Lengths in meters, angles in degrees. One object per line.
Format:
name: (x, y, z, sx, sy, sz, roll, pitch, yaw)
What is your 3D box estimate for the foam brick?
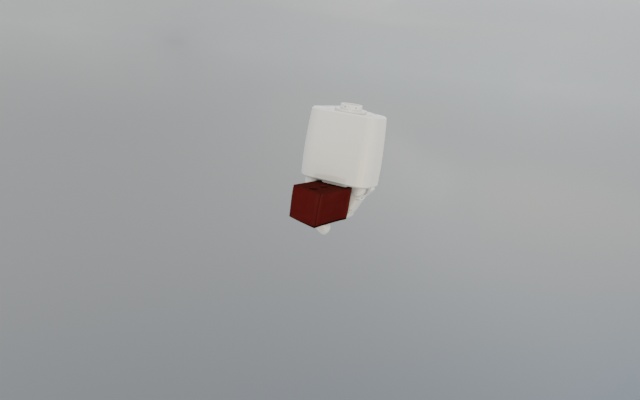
foam brick: (0.000, 0.002, 0.706, 0.053, 0.051, 0.078, 22, 22, 35)
